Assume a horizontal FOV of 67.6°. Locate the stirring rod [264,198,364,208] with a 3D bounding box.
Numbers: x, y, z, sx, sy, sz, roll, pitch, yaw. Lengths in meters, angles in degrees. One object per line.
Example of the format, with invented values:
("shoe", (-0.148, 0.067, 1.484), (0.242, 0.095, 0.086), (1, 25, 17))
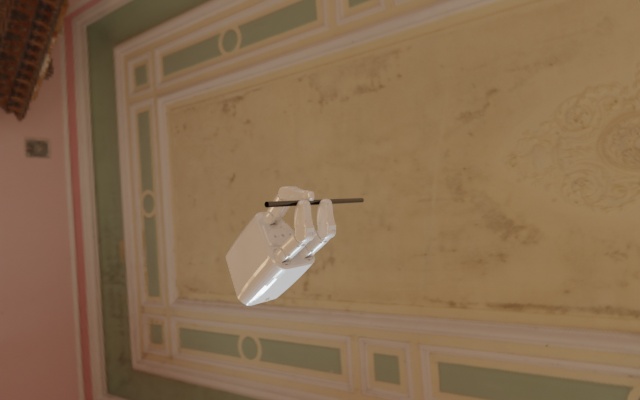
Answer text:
("stirring rod", (0.000, 0.002, 0.731), (0.011, 0.011, 0.239), (0, 1, 37))
